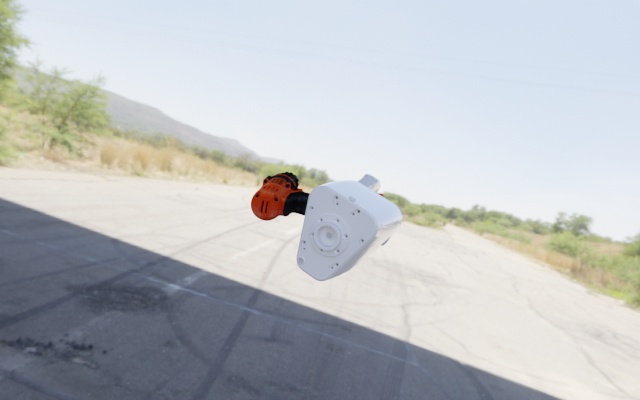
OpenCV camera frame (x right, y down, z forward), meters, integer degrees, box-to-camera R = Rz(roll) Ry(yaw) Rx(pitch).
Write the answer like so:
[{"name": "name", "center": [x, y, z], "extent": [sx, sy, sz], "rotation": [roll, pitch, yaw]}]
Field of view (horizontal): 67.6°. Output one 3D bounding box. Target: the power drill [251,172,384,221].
[{"name": "power drill", "center": [0.001, 0.002, 0.732], "extent": [0.187, 0.057, 0.184], "rotation": [10, 16, 5]}]
